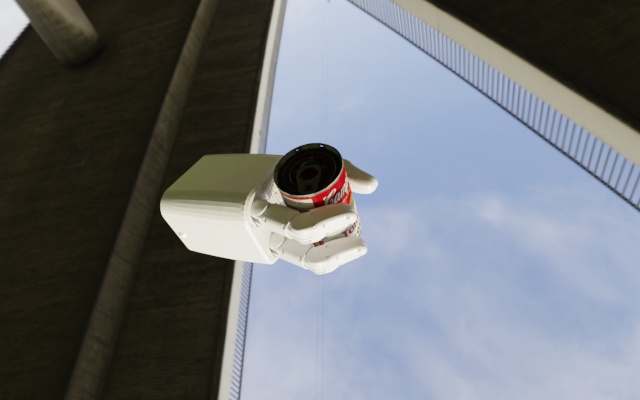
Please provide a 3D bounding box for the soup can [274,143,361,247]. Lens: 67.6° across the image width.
[{"bbox_3d":[0.001,0.002,0.484,0.068,0.068,0.102,0,-39,18],"label":"soup can"}]
